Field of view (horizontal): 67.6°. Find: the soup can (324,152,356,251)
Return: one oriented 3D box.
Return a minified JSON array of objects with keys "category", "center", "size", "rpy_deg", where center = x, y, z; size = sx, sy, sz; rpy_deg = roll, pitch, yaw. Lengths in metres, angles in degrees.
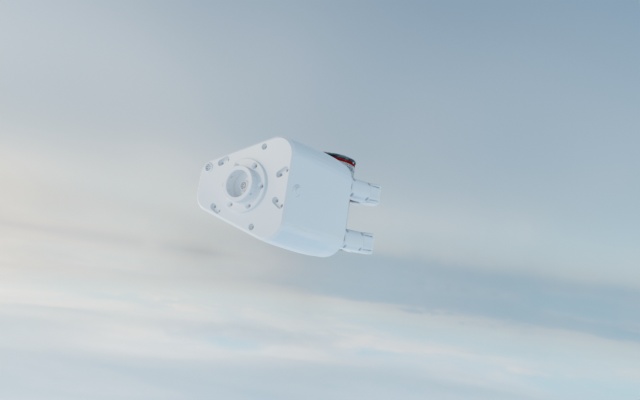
[{"category":"soup can","center":[0.000,0.002,0.540],"size":[0.068,0.102,0.068],"rpy_deg":[8,-8,1]}]
